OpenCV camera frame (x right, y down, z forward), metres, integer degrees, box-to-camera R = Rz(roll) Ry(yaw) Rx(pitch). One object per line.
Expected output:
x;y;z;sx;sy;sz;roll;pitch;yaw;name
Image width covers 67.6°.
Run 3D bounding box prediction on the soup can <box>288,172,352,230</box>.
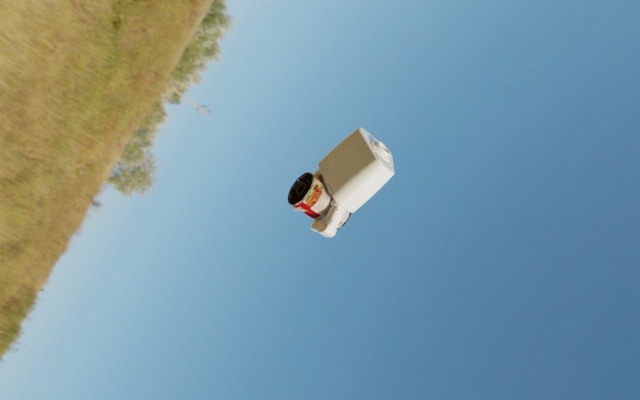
0.000;0.003;0.874;0.102;0.068;0.068;34;-19;-30;soup can
